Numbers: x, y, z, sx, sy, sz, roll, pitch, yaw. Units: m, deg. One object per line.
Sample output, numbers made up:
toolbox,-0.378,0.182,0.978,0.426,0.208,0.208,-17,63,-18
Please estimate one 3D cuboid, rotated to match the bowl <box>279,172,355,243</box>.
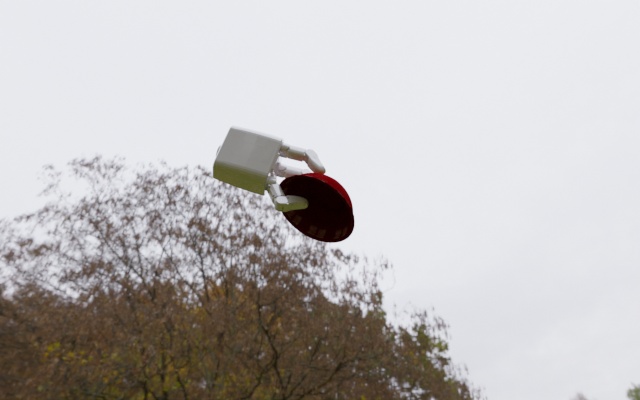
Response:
bowl,0.001,0.003,0.895,0.162,0.162,0.055,0,38,35
